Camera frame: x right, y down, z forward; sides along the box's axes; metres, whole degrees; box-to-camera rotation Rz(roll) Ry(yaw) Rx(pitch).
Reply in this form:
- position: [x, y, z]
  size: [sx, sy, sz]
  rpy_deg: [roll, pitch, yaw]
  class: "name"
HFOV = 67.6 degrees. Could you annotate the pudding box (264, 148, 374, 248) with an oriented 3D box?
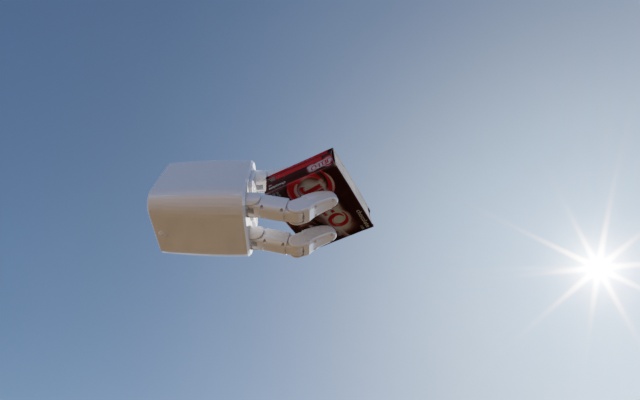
- position: [0.000, 0.002, 0.569]
  size: [0.090, 0.039, 0.114]
  rpy_deg: [-22, -48, 16]
  class: "pudding box"
